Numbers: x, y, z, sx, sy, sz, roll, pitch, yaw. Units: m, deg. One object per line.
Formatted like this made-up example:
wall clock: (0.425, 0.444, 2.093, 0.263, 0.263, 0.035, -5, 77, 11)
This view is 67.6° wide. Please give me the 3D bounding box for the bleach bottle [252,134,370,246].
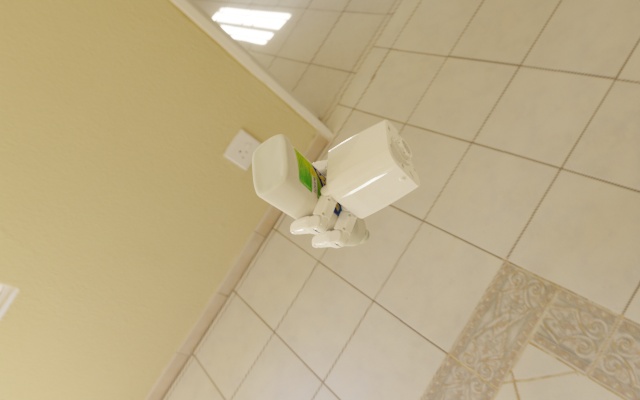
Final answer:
bleach bottle: (0.000, 0.003, 0.760, 0.068, 0.102, 0.251, -29, -41, 24)
